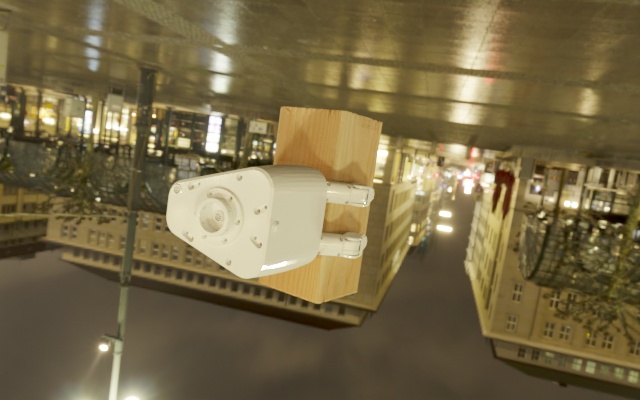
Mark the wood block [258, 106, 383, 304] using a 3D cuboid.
[{"bbox_3d":[0.000,0.002,0.558,0.091,0.206,0.090,12,6,33],"label":"wood block"}]
